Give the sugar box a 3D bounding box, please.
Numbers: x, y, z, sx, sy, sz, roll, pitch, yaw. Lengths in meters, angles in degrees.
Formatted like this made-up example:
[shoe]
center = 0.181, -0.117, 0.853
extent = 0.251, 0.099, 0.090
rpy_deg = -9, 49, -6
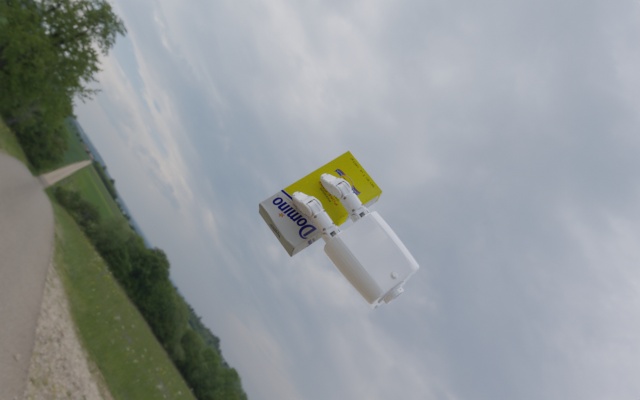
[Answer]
[sugar box]
center = 0.000, 0.002, 0.757
extent = 0.176, 0.093, 0.048
rpy_deg = -32, -17, -22
